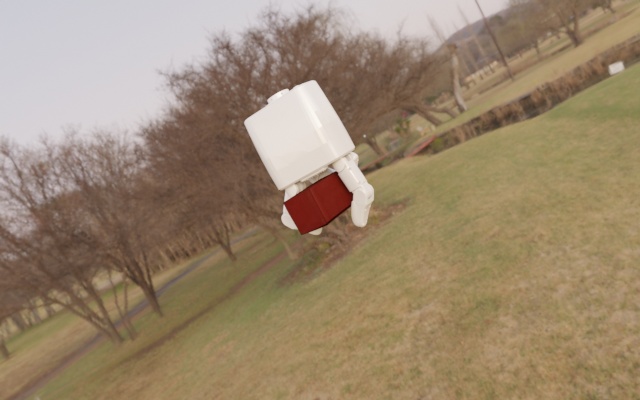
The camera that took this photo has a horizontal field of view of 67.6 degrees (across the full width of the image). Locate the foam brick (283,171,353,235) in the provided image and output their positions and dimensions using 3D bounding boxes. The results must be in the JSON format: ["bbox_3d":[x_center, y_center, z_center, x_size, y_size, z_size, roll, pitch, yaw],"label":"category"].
[{"bbox_3d":[0.000,0.002,0.631,0.053,0.051,0.078,-25,7,40],"label":"foam brick"}]
